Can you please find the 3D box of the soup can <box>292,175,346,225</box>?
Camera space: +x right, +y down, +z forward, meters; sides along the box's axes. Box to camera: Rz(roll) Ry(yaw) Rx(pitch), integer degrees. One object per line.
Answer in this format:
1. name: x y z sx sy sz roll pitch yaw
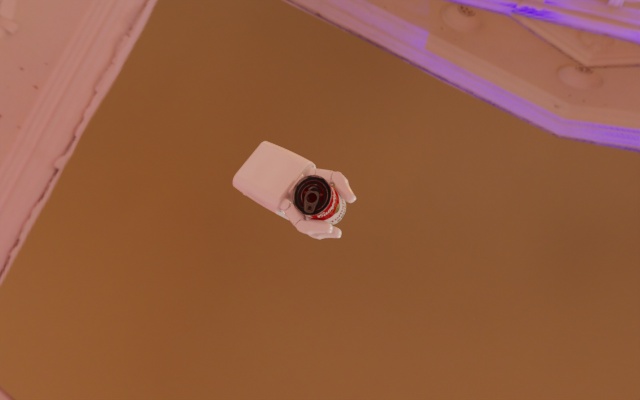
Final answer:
1. soup can: 0.001 0.003 0.816 0.068 0.068 0.102 0 -13 18
